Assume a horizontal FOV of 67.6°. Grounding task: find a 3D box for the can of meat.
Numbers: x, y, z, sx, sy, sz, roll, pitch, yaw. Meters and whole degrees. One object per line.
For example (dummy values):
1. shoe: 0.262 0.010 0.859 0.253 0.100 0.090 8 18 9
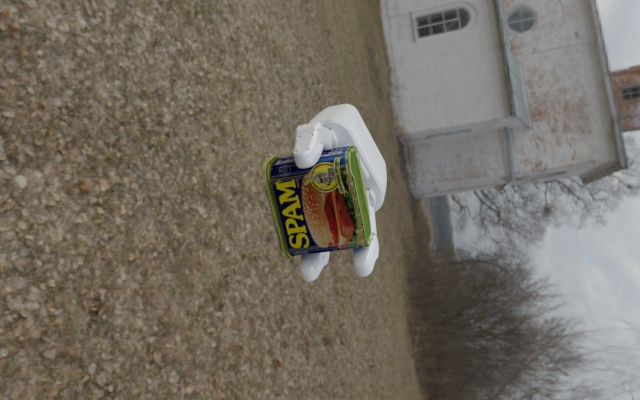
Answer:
1. can of meat: 0.000 0.001 0.461 0.084 0.102 0.057 -8 17 14
